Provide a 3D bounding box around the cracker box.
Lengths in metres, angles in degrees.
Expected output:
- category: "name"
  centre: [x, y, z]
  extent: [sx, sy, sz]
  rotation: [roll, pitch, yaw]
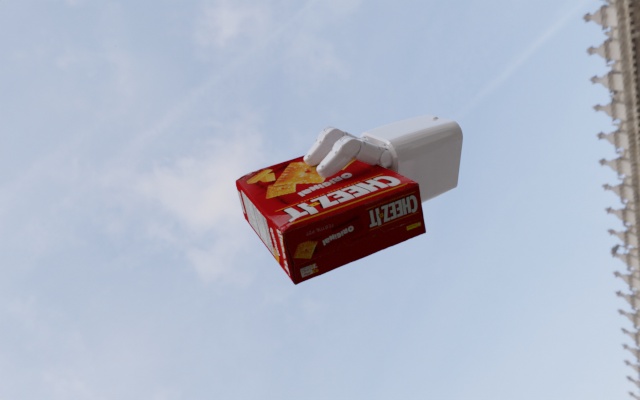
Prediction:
- category: "cracker box"
  centre: [0.000, 0.002, 0.592]
  extent: [0.164, 0.072, 0.213]
  rotation: [-20, 23, -16]
